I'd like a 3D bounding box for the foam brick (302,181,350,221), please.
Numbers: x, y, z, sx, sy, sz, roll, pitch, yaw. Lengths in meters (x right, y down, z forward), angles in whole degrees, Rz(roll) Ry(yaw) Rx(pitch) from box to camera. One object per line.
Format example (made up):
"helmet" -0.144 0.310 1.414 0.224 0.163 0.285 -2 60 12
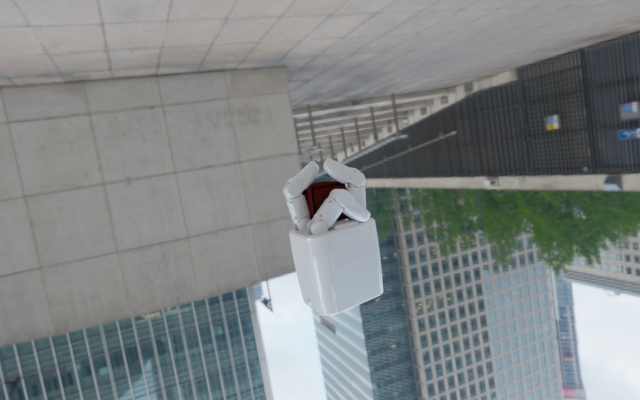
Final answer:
"foam brick" 0.000 0.002 0.675 0.053 0.051 0.078 -12 6 -20
